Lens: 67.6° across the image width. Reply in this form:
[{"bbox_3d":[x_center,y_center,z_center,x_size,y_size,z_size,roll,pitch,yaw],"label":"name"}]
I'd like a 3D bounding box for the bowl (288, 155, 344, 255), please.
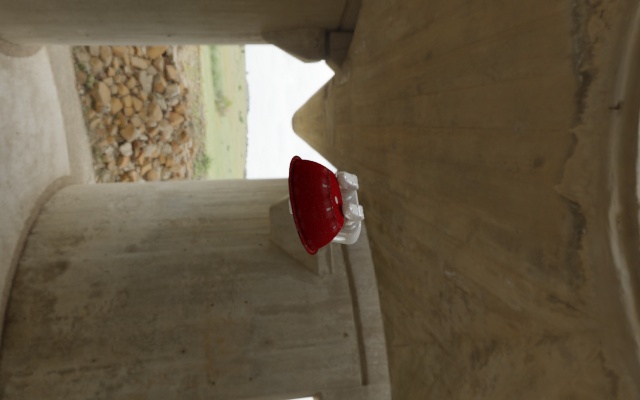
[{"bbox_3d":[0.000,0.002,0.753,0.055,0.162,0.162,-10,-2,13],"label":"bowl"}]
